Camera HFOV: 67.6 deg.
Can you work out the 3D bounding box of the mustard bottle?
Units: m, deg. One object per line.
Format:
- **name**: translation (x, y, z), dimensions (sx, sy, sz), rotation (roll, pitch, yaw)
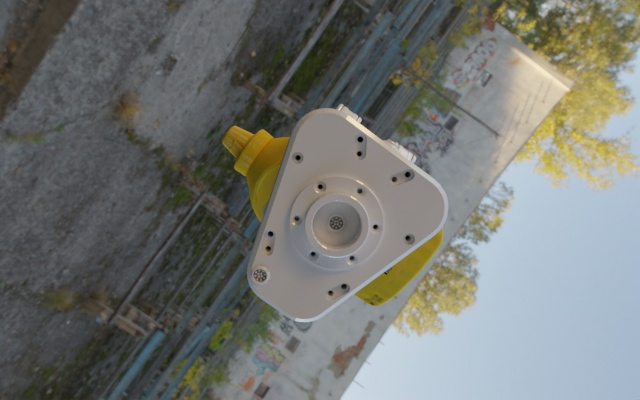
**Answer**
- **mustard bottle**: translation (0.000, 0.001, 0.401), dimensions (0.191, 0.096, 0.058), rotation (36, 30, -3)
